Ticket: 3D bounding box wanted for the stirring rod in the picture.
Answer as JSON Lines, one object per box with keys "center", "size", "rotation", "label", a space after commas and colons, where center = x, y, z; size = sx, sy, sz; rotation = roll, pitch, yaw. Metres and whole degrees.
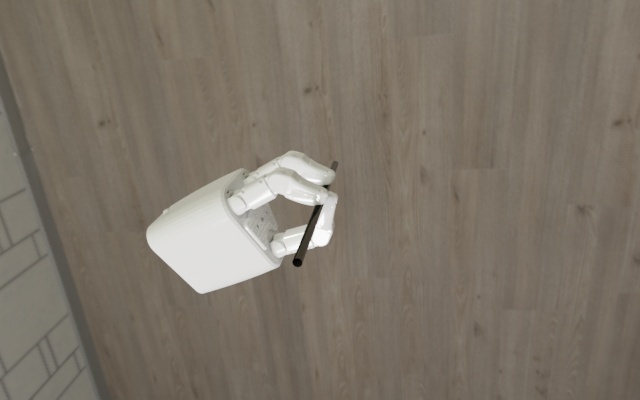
{"center": [0.000, 0.002, 0.481], "size": [0.011, 0.011, 0.239], "rotation": [0, 23, 9], "label": "stirring rod"}
